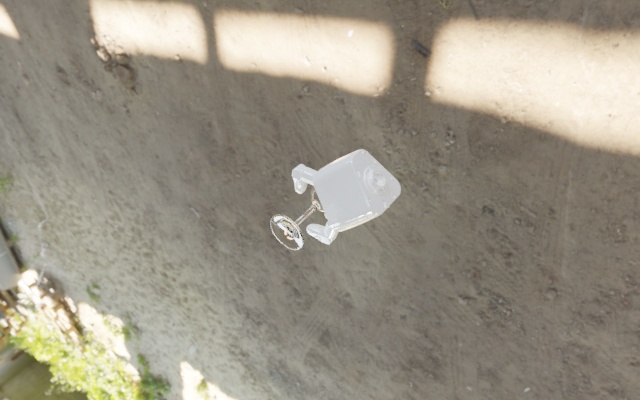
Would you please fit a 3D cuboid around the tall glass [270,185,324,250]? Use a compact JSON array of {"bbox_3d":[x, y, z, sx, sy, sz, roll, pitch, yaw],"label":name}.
[{"bbox_3d":[0.000,0.003,0.882,0.079,0.079,0.201,0,32,43],"label":"tall glass"}]
